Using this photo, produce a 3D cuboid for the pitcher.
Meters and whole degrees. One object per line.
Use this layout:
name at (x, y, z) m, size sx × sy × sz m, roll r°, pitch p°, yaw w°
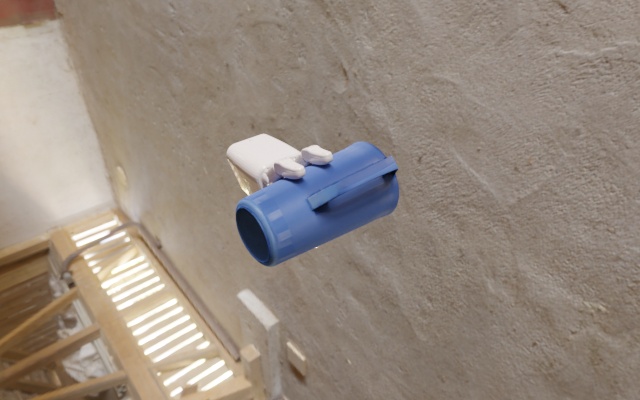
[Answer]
pitcher at (0.000, 0.002, 0.736) m, size 0.243 × 0.149 × 0.145 m, roll -25°, pitch 42°, yaw -31°
